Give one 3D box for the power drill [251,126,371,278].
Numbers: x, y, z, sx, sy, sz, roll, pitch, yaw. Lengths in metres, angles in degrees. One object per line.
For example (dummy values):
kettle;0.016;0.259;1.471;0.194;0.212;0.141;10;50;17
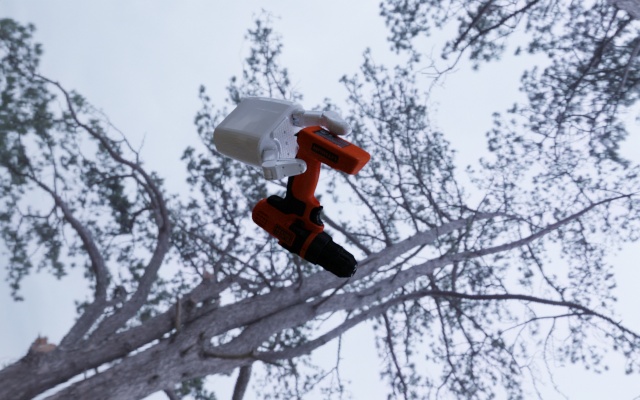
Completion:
power drill;0.000;0.002;0.691;0.184;0.188;0.057;31;24;14
